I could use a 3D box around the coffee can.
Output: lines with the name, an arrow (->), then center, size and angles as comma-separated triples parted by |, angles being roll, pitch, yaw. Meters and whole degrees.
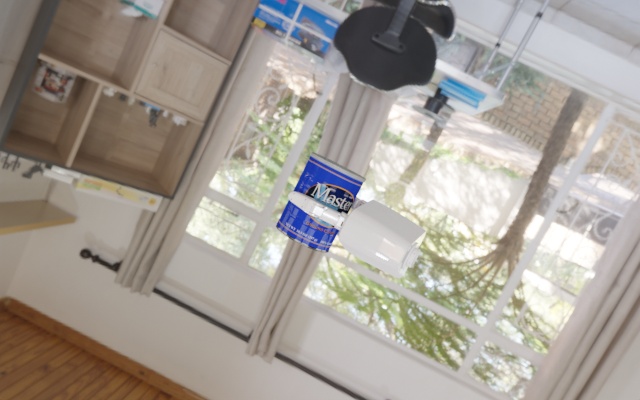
coffee can -> 0.000, 0.002, 0.810 | 0.103, 0.140, 0.103 | 26, 7, -3
